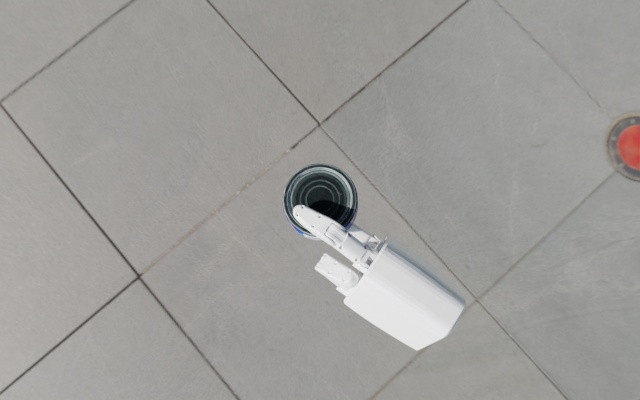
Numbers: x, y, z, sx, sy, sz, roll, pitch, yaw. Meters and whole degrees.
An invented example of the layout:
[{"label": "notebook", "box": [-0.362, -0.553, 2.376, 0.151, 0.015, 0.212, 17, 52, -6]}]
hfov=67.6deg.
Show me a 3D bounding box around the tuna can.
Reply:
[{"label": "tuna can", "box": [0.000, 0.002, 0.544, 0.086, 0.086, 0.034, 0, -12, 4]}]
